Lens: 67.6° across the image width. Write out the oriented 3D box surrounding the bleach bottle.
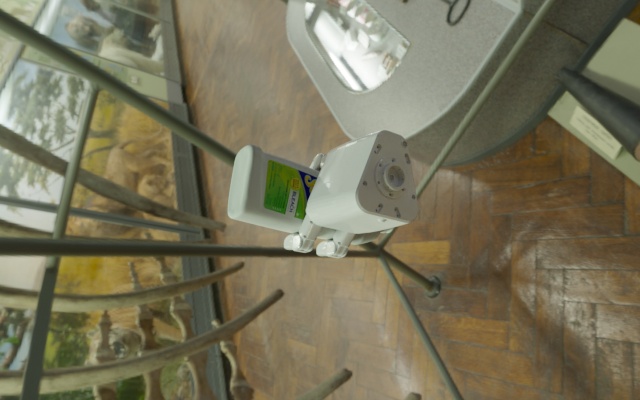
[{"bbox_3d":[0.000,0.002,0.678,0.251,0.102,0.068,14,-14,-29],"label":"bleach bottle"}]
